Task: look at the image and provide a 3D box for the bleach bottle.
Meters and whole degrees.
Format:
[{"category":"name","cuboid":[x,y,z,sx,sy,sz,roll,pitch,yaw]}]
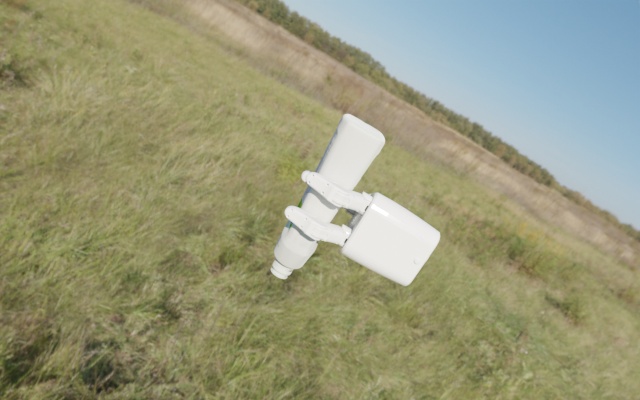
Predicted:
[{"category":"bleach bottle","cuboid":[0.000,0.002,0.687,0.068,0.251,0.102,30,16,-4]}]
